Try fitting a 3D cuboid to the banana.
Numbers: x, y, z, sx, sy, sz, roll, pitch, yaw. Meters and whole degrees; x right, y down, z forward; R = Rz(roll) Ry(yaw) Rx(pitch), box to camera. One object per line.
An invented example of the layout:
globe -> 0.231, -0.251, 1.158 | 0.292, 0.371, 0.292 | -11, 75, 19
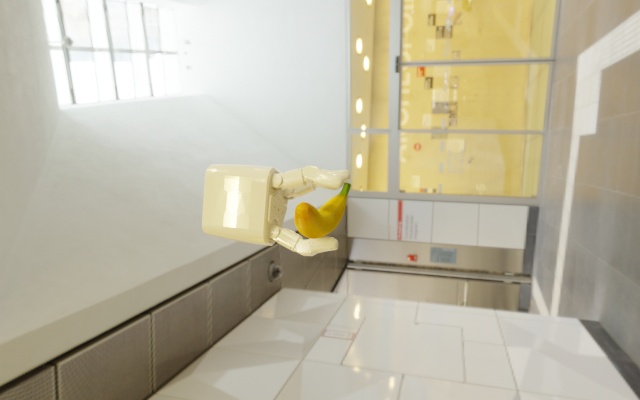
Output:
banana -> 0.000, 0.020, 0.669 | 0.037, 0.069, 0.197 | 9, 13, 16
